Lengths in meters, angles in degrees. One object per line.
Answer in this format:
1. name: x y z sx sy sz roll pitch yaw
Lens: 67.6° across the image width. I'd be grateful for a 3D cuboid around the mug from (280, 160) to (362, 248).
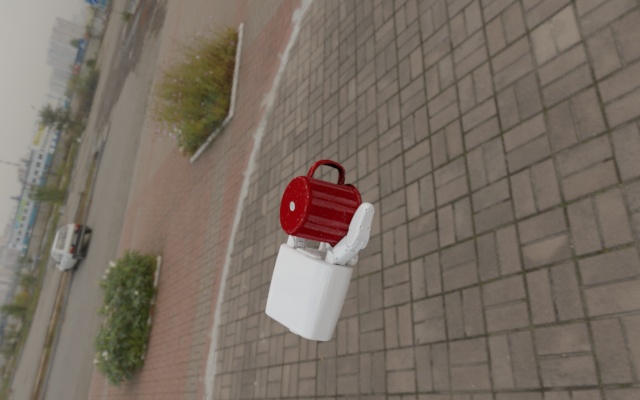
1. mug: 0.000 0.001 0.647 0.081 0.117 0.093 14 2 -30
